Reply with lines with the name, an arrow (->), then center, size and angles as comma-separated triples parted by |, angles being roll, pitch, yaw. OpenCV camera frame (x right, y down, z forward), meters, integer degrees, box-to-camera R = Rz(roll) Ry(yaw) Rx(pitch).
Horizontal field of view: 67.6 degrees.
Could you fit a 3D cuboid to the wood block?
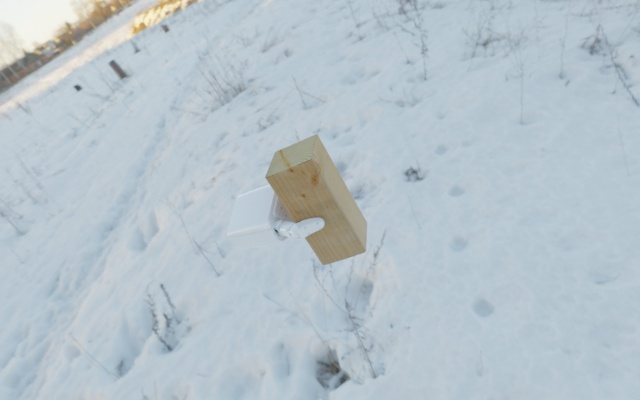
wood block -> 0.000, 0.003, 0.841 | 0.090, 0.206, 0.090 | -20, 30, 21
